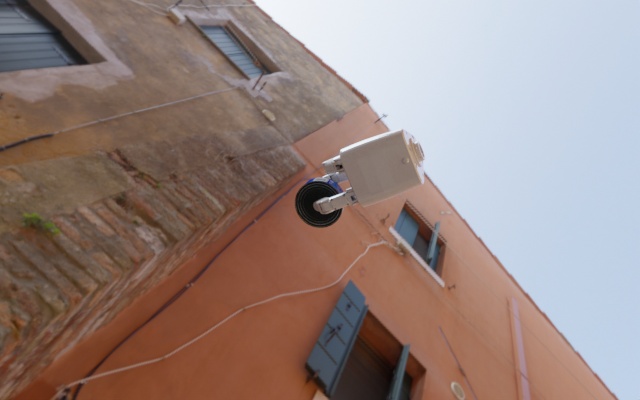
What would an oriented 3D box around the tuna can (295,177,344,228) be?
[{"bbox_3d":[0.000,0.003,0.842,0.086,0.086,0.033,0,17,14],"label":"tuna can"}]
